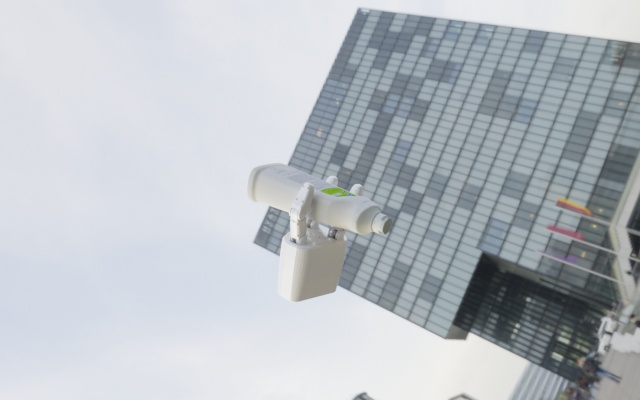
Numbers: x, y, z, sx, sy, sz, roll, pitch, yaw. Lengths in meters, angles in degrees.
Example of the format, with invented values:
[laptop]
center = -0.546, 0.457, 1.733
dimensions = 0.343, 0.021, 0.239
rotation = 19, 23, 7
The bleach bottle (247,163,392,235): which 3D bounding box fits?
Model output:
[bleach bottle]
center = 0.000, 0.003, 0.802
dimensions = 0.251, 0.068, 0.102
rotation = 22, 23, 32
